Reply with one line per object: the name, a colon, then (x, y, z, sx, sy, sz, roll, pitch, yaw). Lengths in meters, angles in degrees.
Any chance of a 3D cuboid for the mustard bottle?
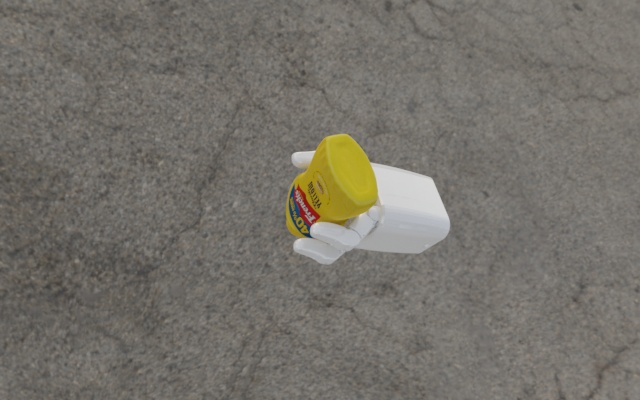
mustard bottle: (0.000, 0.002, 0.622, 0.058, 0.096, 0.192, -16, -18, -31)
